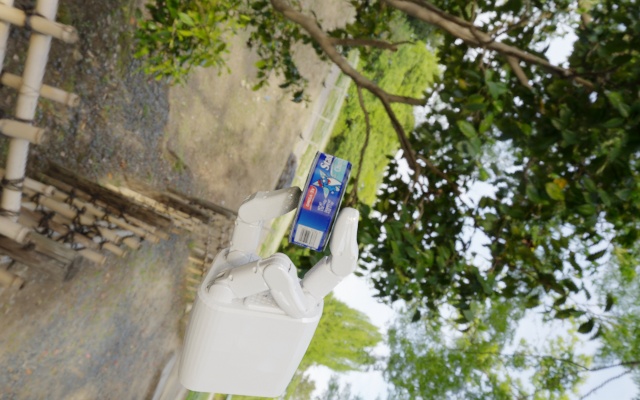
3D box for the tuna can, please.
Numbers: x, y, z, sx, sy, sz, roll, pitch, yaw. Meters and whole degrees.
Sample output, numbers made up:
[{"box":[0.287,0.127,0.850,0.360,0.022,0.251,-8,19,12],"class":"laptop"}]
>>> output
[{"box":[0.001,0.002,0.425,0.034,0.086,0.086,18,0,1],"class":"tuna can"}]
